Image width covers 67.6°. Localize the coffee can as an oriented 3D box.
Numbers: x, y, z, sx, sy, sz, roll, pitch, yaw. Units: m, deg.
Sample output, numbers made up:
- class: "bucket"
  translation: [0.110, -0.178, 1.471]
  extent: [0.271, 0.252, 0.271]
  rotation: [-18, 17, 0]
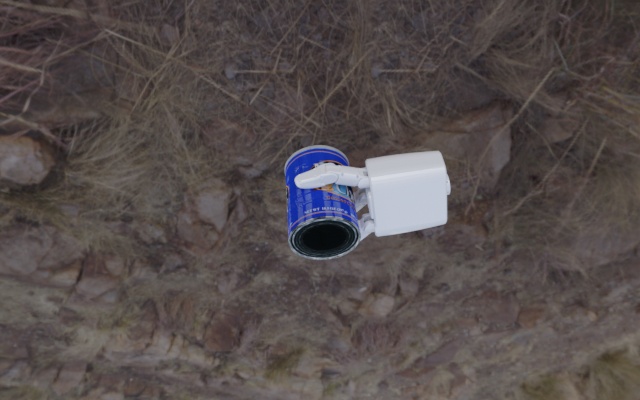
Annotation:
- class: "coffee can"
  translation: [0.000, 0.002, 0.712]
  extent: [0.103, 0.140, 0.103]
  rotation: [-4, -40, -3]
